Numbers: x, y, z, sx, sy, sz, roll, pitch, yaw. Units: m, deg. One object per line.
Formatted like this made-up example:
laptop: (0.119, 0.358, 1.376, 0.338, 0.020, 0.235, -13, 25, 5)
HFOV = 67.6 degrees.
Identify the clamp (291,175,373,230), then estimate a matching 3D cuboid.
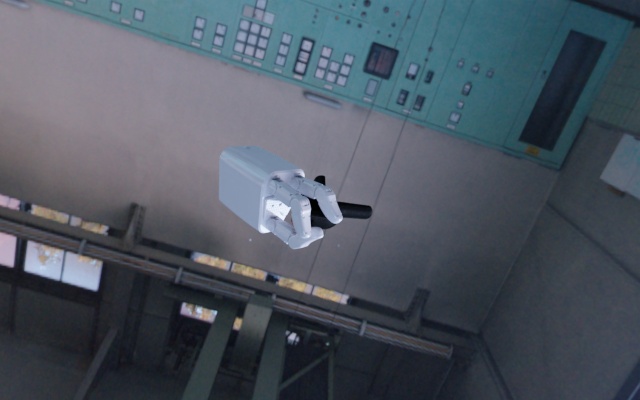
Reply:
clamp: (0.000, 0.003, 0.784, 0.120, 0.039, 0.171, 33, 24, 28)
